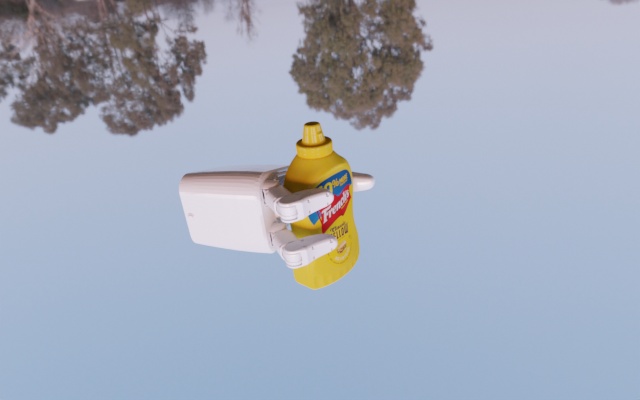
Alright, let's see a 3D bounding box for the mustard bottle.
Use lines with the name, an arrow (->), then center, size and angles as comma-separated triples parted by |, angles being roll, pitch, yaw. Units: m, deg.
mustard bottle -> 0.000, 0.002, 0.557 | 0.058, 0.192, 0.096 | 18, 36, 40
